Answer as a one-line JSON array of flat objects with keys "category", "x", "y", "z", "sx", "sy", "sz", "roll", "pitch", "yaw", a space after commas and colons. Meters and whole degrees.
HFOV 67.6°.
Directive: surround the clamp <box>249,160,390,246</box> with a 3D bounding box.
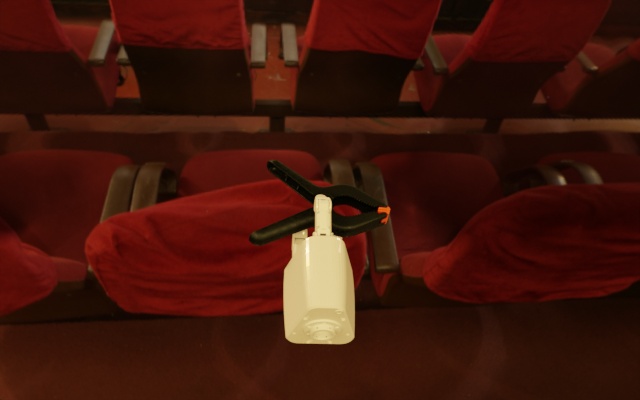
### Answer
[{"category": "clamp", "x": 0.001, "y": 0.002, "z": 0.740, "sx": 0.210, "sy": 0.164, "sz": 0.036, "roll": 2, "pitch": -39, "yaw": -5}]
